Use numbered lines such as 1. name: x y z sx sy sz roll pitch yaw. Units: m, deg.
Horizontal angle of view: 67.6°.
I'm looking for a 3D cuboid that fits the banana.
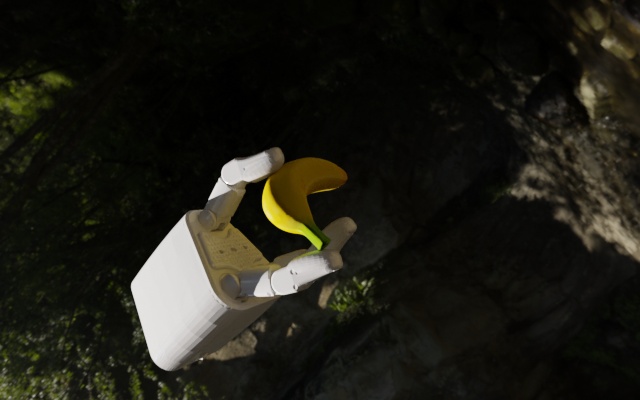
1. banana: -0.015 -0.009 0.452 0.069 0.037 0.197 40 20 -6
